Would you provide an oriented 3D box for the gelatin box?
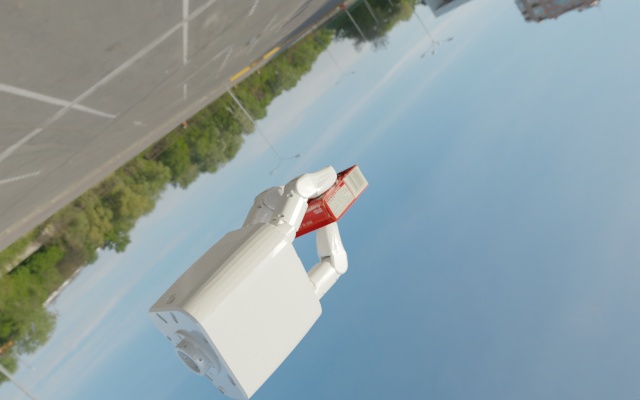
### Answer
[{"bbox_3d":[0.000,0.002,0.505,0.073,0.030,0.089,-23,14,37],"label":"gelatin box"}]
